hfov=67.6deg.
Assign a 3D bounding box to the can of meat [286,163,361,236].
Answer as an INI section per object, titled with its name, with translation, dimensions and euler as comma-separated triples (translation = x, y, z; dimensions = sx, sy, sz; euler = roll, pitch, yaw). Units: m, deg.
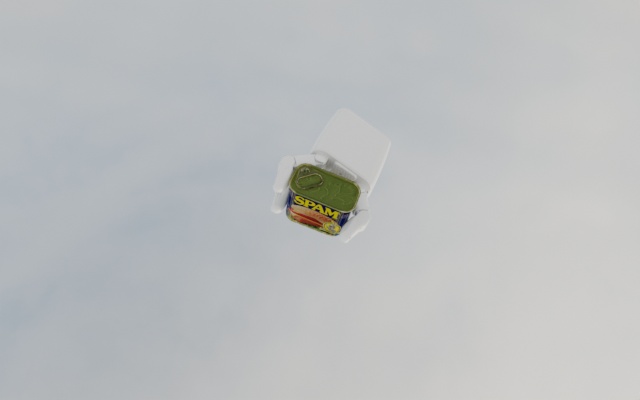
[can of meat]
translation = 0.000, 0.003, 0.716
dimensions = 0.102, 0.057, 0.084
euler = 22, -34, 3
